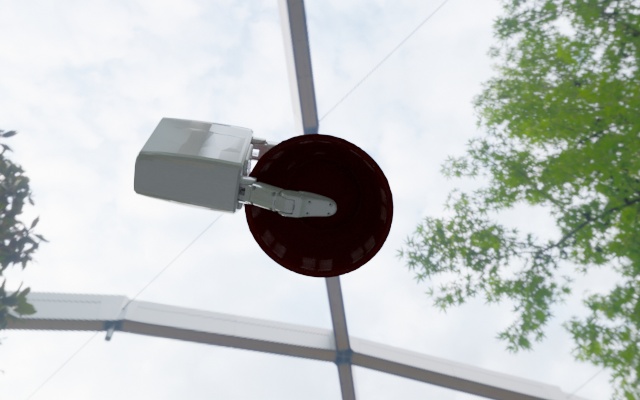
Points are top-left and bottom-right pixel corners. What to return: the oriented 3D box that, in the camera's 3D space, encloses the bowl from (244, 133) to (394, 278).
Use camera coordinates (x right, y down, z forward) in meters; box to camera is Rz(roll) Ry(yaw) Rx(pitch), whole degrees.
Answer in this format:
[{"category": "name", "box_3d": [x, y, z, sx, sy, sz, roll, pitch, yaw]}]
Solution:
[{"category": "bowl", "box_3d": [0.001, 0.002, 0.531, 0.162, 0.162, 0.055, 0, 18, 8]}]
